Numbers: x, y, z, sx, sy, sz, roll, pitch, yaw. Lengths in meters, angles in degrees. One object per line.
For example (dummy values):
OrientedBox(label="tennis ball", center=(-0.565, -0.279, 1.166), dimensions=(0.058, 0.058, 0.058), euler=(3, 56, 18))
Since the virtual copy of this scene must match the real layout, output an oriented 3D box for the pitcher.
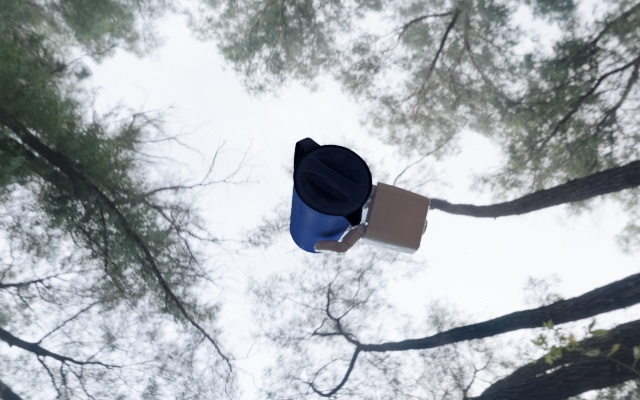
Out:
OrientedBox(label="pitcher", center=(0.000, 0.003, 0.886), dimensions=(0.145, 0.149, 0.243), euler=(16, -26, -2))
